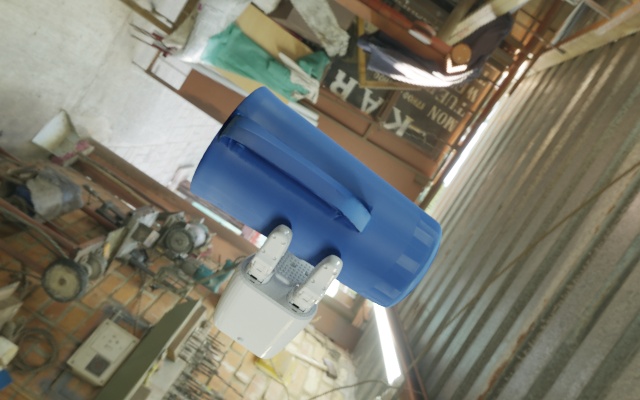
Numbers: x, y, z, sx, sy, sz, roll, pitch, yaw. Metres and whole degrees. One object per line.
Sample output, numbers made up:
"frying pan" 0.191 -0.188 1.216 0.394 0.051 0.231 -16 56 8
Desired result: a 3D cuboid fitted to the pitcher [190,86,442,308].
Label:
"pitcher" 0.000 0.002 0.487 0.243 0.145 0.149 34 35 -1
